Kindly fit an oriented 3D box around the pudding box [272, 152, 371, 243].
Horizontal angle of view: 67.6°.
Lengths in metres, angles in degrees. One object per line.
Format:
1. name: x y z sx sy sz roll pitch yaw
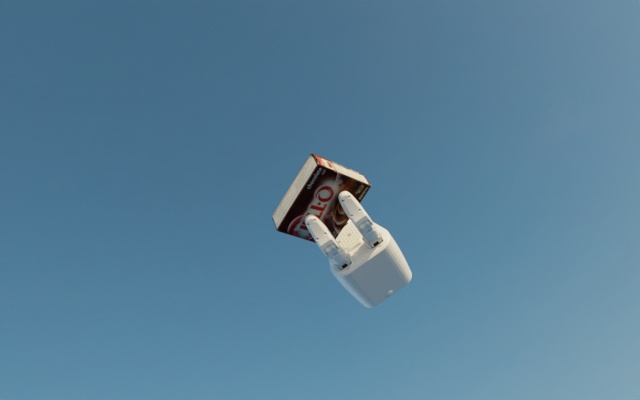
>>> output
1. pudding box: 0.000 0.002 0.647 0.090 0.113 0.039 19 22 -32
